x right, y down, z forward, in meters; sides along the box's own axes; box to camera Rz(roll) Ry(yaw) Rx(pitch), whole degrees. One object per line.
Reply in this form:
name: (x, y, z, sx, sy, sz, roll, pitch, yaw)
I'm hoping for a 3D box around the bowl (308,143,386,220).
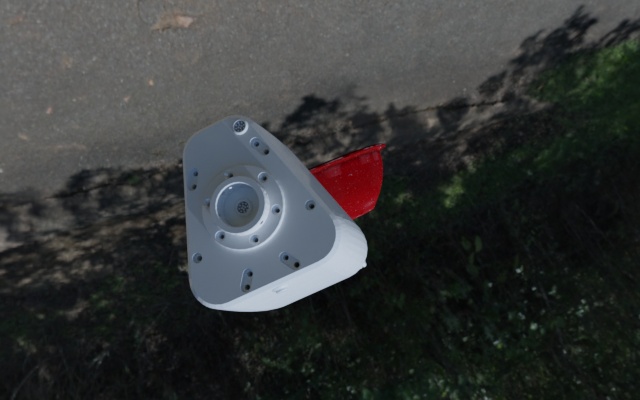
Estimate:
bowl: (0.001, 0.002, 0.475, 0.162, 0.055, 0.162, -24, -1, -1)
